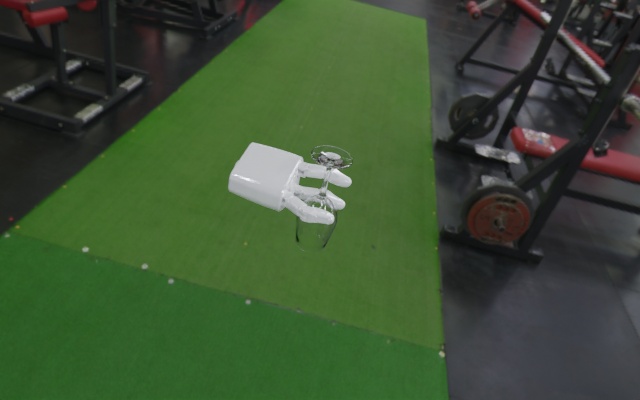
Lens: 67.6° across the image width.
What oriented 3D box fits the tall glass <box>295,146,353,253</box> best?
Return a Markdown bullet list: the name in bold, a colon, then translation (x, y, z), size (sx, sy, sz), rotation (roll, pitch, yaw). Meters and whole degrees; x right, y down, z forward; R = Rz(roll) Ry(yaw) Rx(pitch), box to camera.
- **tall glass**: translation (0.000, 0.002, 0.885), size (0.079, 0.201, 0.079), rotation (9, 35, -7)
